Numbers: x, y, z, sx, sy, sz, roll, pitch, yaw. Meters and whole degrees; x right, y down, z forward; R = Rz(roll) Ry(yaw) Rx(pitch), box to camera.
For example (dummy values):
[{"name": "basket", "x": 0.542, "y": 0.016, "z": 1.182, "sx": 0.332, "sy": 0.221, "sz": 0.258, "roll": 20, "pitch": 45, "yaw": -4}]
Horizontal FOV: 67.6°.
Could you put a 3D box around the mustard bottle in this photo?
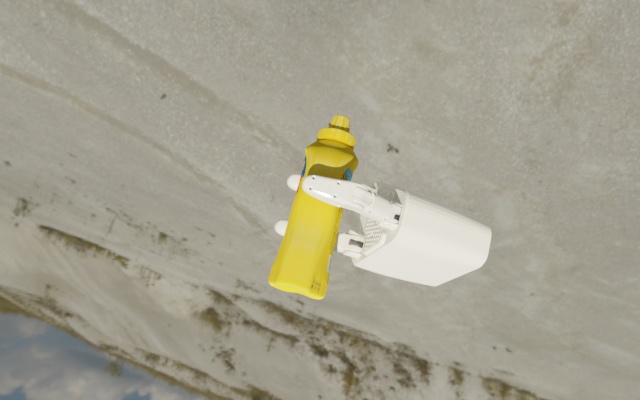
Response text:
[{"name": "mustard bottle", "x": 0.000, "y": 0.002, "z": 0.493, "sx": 0.058, "sy": 0.191, "sz": 0.096, "roll": 13, "pitch": -13, "yaw": 8}]
